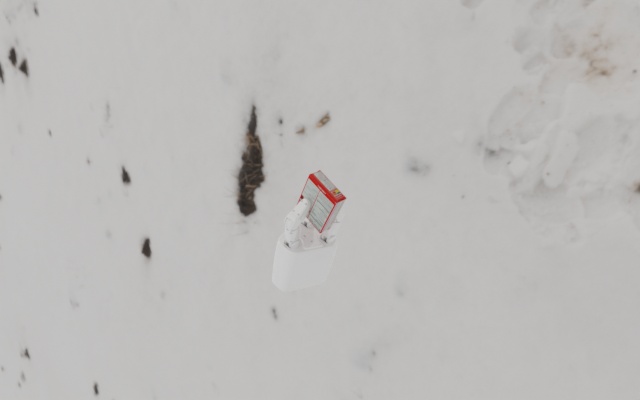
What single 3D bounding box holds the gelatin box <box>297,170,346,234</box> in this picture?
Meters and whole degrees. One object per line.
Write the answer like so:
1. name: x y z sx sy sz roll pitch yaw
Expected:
1. gelatin box: 0.000 0.003 0.845 0.030 0.073 0.089 -25 -28 -38
